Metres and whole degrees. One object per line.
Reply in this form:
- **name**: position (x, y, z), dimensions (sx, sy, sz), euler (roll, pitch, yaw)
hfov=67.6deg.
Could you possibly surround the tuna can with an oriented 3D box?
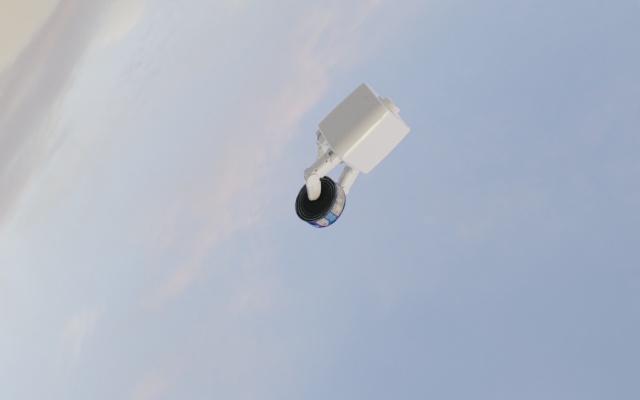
- **tuna can**: position (0.000, 0.003, 0.812), dimensions (0.086, 0.086, 0.034), euler (0, -24, 40)
